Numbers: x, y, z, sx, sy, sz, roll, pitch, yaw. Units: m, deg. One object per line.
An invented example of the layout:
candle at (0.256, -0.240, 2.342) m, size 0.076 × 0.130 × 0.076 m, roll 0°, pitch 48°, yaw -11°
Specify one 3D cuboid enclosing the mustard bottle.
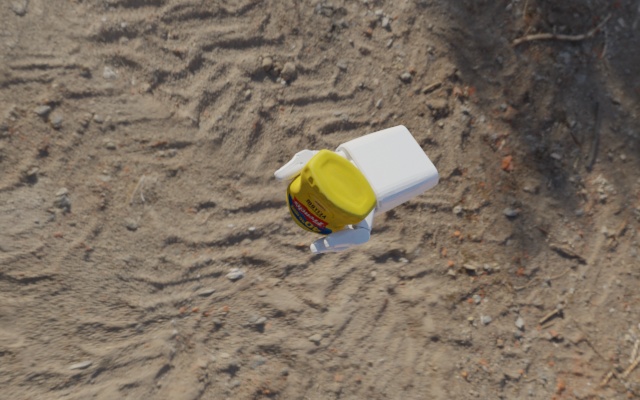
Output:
mustard bottle at (0.000, 0.002, 0.645) m, size 0.096 × 0.058 × 0.192 m, roll 43°, pitch -22°, yaw -3°
